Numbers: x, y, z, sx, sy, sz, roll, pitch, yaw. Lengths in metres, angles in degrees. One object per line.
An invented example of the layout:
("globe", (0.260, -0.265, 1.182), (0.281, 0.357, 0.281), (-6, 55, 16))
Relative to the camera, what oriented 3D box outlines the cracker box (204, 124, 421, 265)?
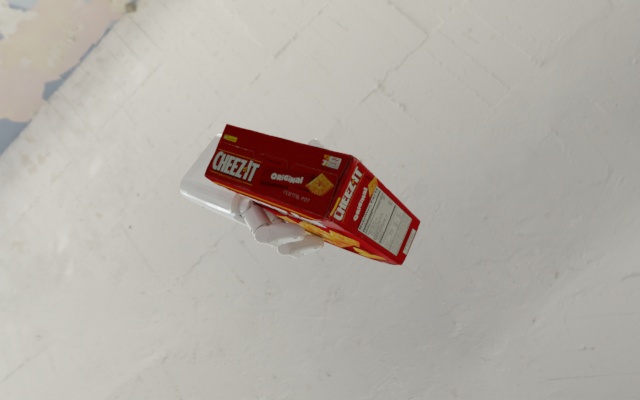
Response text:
("cracker box", (0.000, 0.002, 0.546), (0.164, 0.072, 0.214), (18, -9, 32))
